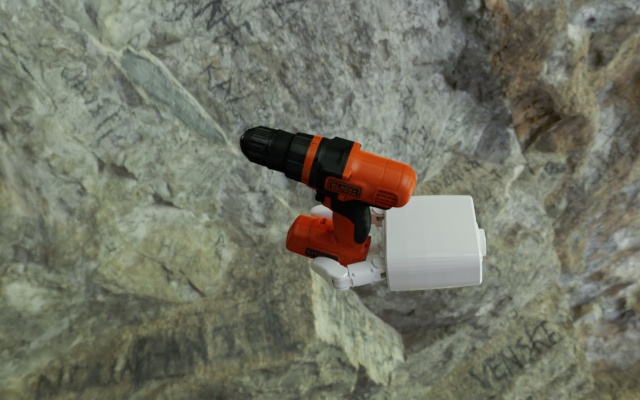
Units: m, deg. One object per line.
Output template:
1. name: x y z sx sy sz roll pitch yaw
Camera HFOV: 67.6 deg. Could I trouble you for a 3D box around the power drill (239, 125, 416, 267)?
1. power drill: 0.000 0.002 0.542 0.184 0.057 0.188 18 -33 7
